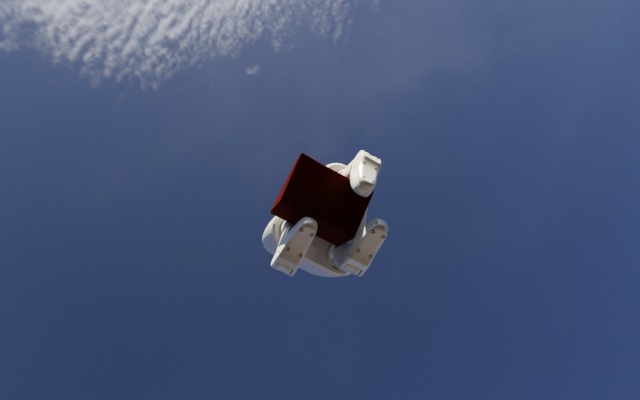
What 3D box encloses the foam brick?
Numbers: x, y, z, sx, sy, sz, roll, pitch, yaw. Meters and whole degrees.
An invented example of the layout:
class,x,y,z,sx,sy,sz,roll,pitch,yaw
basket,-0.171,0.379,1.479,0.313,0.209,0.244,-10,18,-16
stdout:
class,x,y,z,sx,sy,sz,roll,pitch,yaw
foam brick,0.000,0.001,0.451,0.078,0.053,0.051,28,-19,-9
